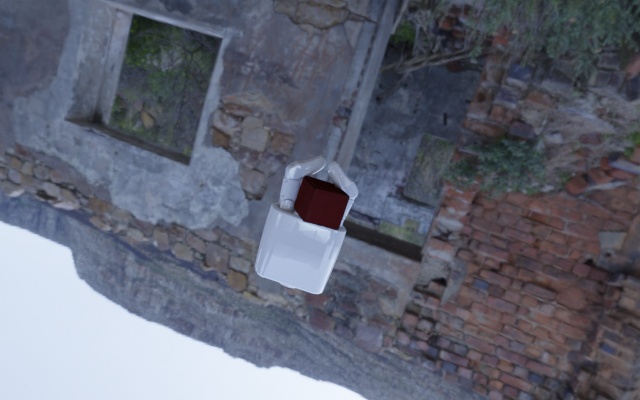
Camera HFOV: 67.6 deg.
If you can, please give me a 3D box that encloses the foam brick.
[{"bbox_3d":[0.000,0.002,0.668,0.053,0.051,0.078,16,10,-16],"label":"foam brick"}]
